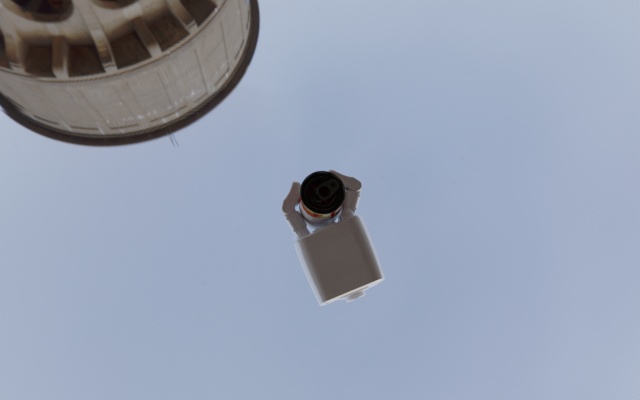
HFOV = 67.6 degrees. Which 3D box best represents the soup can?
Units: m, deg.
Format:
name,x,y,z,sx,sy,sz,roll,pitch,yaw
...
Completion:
name,x,y,z,sx,sy,sz,roll,pitch,yaw
soup can,0.000,0.002,0.750,0.068,0.068,0.102,0,-17,-4
